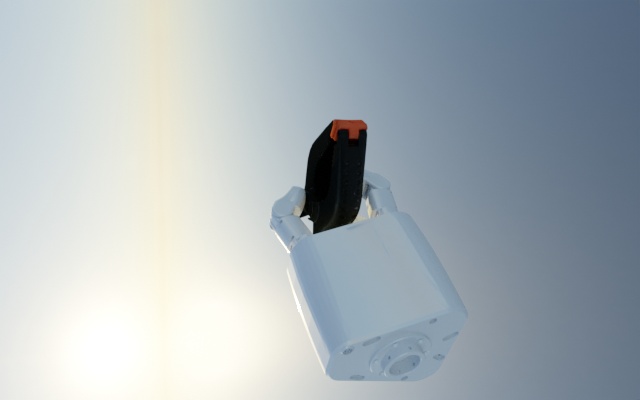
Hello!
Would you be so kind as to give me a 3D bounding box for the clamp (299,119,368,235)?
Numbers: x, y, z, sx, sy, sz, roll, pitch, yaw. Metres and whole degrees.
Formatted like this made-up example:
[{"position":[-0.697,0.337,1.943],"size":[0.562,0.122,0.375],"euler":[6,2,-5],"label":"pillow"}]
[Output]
[{"position":[-0.001,0.001,0.483],"size":[0.036,0.210,0.164],"euler":[-3,39,-21],"label":"clamp"}]
